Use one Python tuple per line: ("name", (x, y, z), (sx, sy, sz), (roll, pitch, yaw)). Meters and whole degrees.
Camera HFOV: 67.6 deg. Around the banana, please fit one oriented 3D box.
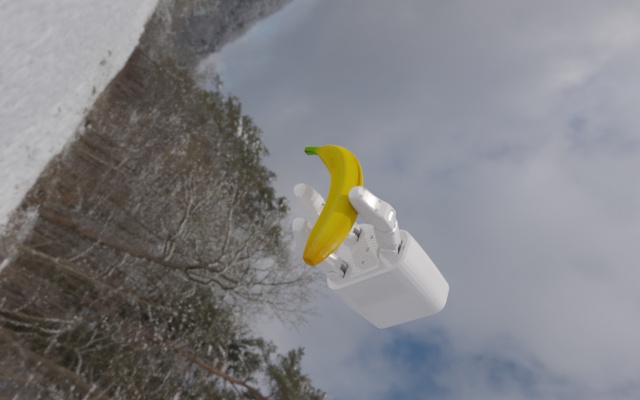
("banana", (0.016, -0.008, 0.538), (0.069, 0.037, 0.197), (-24, 36, 19))
